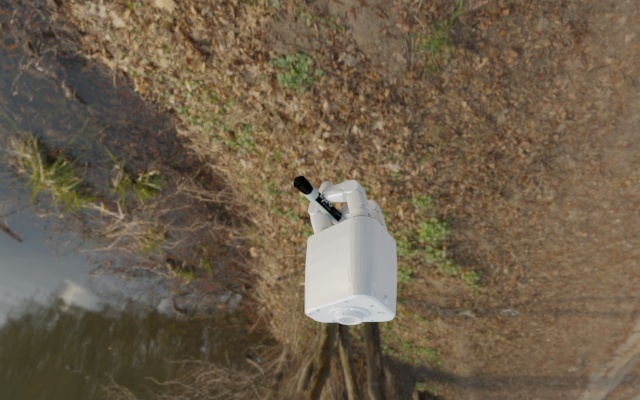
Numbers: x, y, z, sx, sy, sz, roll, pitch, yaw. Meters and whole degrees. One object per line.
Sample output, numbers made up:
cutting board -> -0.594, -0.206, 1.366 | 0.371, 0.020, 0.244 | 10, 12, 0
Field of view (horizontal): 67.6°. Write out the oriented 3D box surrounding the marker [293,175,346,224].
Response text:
marker -> 0.000, 0.002, 0.659 | 0.020, 0.020, 0.121 | 0, -29, 35
